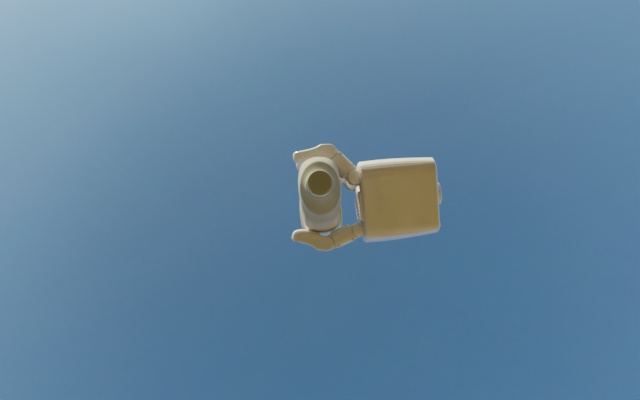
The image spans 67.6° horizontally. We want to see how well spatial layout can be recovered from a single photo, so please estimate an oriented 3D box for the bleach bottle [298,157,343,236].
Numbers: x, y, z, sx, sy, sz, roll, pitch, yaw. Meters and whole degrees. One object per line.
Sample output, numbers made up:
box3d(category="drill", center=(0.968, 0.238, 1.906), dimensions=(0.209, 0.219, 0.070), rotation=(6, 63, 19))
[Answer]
box3d(category="bleach bottle", center=(0.000, 0.002, 0.666), dimensions=(0.068, 0.102, 0.251), rotation=(-6, -6, -1))
